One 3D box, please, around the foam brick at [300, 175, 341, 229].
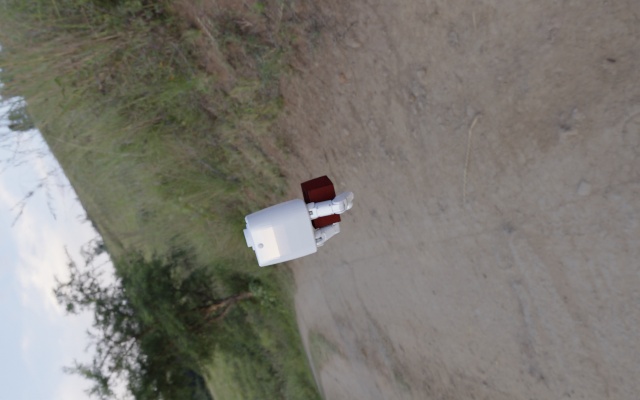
[{"bbox_3d":[0.000,0.003,0.866,0.051,0.078,0.053,-16,22,-9],"label":"foam brick"}]
